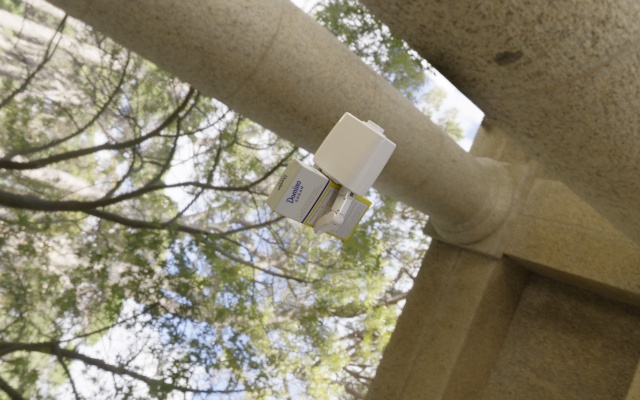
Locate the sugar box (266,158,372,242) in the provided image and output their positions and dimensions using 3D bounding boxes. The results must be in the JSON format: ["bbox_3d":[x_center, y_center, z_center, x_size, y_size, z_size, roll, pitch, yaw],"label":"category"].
[{"bbox_3d":[0.000,0.002,0.841,0.176,0.093,0.048,27,11,-35],"label":"sugar box"}]
